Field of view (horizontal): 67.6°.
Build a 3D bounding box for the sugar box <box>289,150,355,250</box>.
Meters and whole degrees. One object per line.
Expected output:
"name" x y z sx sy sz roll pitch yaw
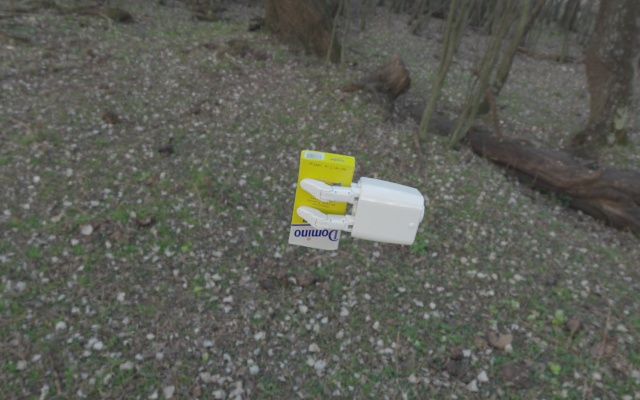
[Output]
"sugar box" 0.000 0.003 0.846 0.093 0.176 0.048 9 27 -1
